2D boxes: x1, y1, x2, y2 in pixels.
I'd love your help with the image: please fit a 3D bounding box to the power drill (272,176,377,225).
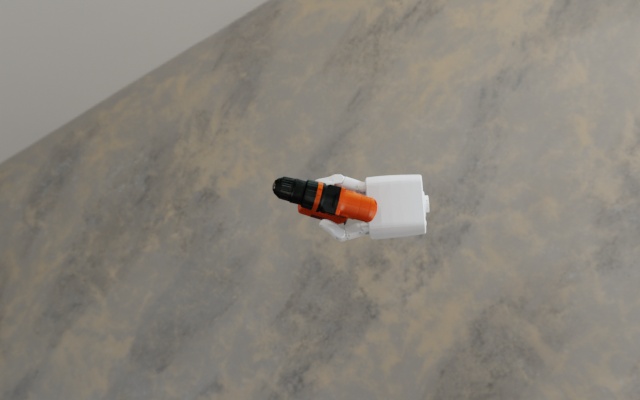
[{"bbox_3d":[0.000,0.003,0.889,0.184,0.057,0.187,16,-4,-5],"label":"power drill"}]
